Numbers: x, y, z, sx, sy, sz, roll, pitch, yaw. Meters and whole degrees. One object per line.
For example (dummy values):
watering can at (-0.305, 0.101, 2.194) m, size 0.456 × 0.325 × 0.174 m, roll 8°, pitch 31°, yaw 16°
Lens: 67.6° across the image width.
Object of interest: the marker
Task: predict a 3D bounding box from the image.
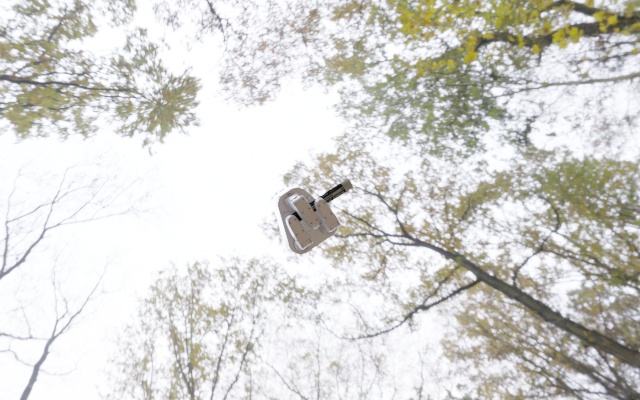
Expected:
marker at (0.000, 0.003, 0.795) m, size 0.121 × 0.020 × 0.020 m, roll -33°, pitch 6°, yaw -10°
